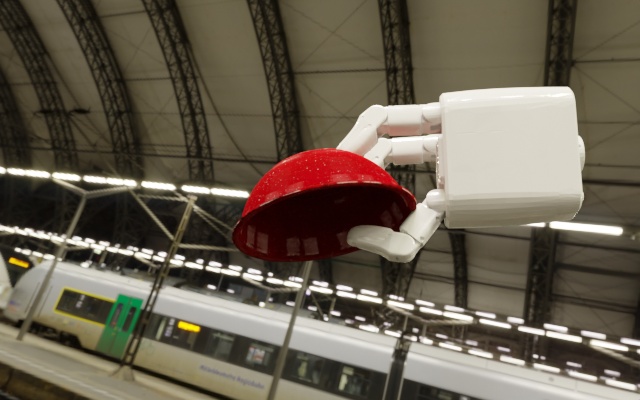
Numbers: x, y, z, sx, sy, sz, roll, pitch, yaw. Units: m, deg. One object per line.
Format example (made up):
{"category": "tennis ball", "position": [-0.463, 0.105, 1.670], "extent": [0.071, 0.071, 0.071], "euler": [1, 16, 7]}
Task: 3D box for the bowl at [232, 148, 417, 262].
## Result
{"category": "bowl", "position": [-0.001, 0.001, 0.425], "extent": [0.162, 0.055, 0.162], "euler": [-10, -25, -5]}
